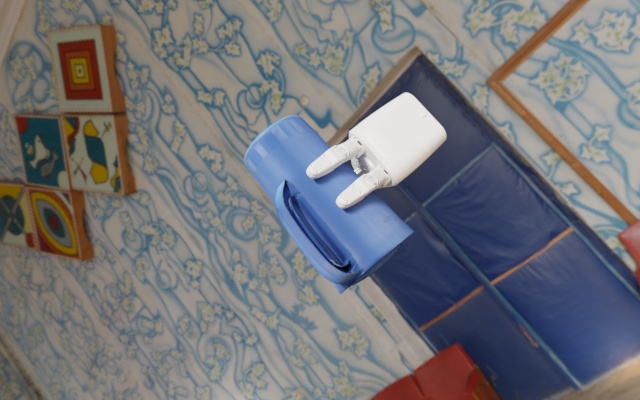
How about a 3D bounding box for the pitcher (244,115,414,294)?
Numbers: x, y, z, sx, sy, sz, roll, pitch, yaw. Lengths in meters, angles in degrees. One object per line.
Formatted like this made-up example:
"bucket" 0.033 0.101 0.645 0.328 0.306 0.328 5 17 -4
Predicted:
"pitcher" 0.000 0.002 0.664 0.145 0.243 0.149 -39 -10 -13
